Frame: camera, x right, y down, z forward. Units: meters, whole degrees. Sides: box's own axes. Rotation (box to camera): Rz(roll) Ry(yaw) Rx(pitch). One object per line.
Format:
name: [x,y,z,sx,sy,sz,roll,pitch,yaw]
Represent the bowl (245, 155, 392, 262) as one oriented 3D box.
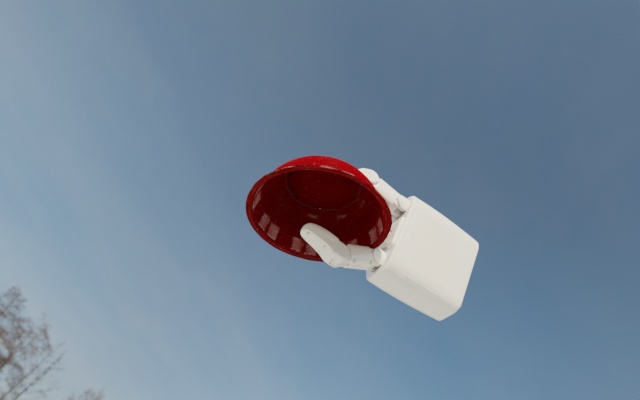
bowl: [-0.001,0.001,0.540,0.162,0.055,0.162,5,-41,5]
